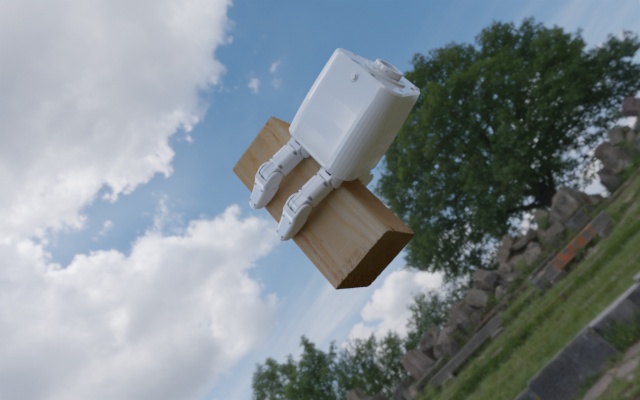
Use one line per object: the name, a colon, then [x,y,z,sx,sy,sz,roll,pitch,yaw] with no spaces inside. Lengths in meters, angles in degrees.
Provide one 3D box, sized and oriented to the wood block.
wood block: [0.000,0.002,0.578,0.206,0.090,0.091,47,17,27]
